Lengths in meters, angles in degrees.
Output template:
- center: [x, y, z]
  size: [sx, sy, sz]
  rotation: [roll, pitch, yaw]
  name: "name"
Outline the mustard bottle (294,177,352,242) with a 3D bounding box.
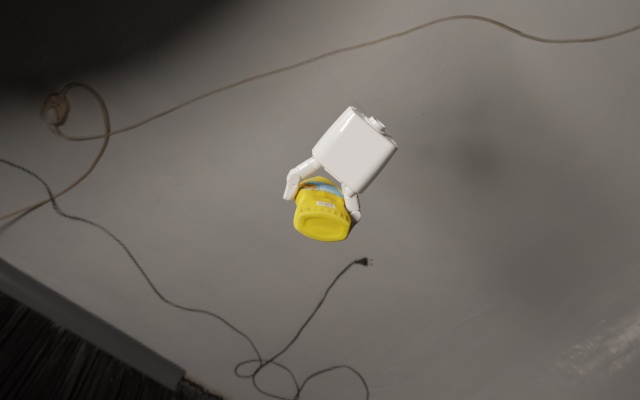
- center: [0.000, 0.003, 0.878]
  size: [0.096, 0.058, 0.191]
  rotation: [11, 25, -8]
  name: "mustard bottle"
